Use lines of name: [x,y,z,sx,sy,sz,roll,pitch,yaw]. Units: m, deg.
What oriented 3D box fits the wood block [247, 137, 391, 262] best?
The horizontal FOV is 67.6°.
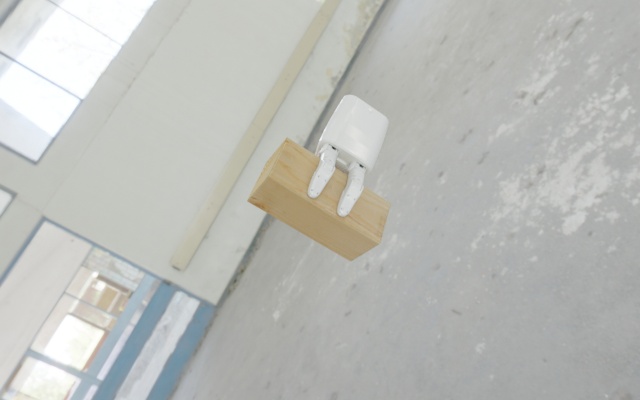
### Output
wood block: [0.000,0.002,0.781,0.206,0.090,0.091,31,-37,-14]
